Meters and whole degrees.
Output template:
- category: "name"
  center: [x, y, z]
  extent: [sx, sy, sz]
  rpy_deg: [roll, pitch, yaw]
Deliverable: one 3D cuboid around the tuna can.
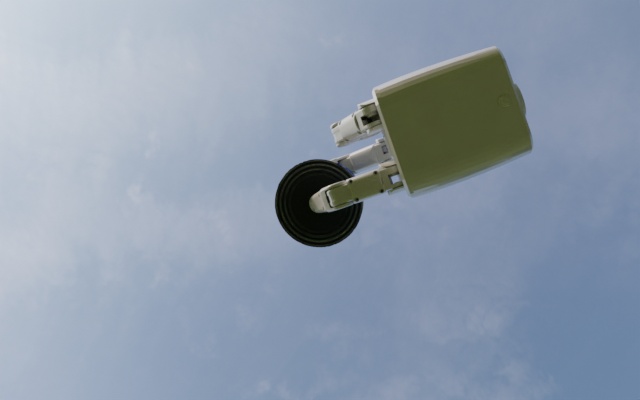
- category: "tuna can"
  center: [0.000, 0.002, 0.475]
  extent: [0.086, 0.086, 0.034]
  rpy_deg: [0, 6, 8]
